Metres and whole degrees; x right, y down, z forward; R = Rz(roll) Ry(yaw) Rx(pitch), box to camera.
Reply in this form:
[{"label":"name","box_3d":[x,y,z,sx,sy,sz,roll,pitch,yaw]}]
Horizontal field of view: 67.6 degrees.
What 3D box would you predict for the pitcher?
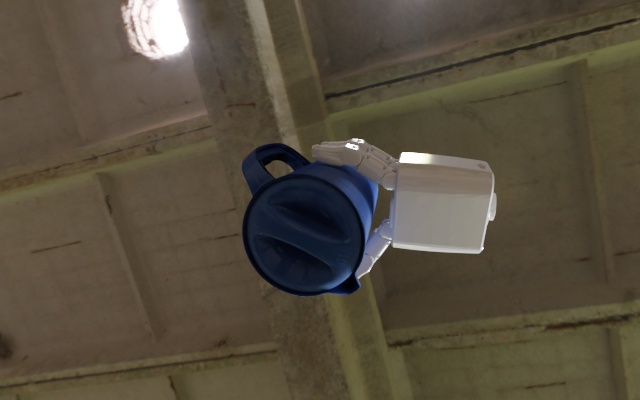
[{"label":"pitcher","box_3d":[0.000,0.002,0.599,0.145,0.149,0.242,6,16,12]}]
